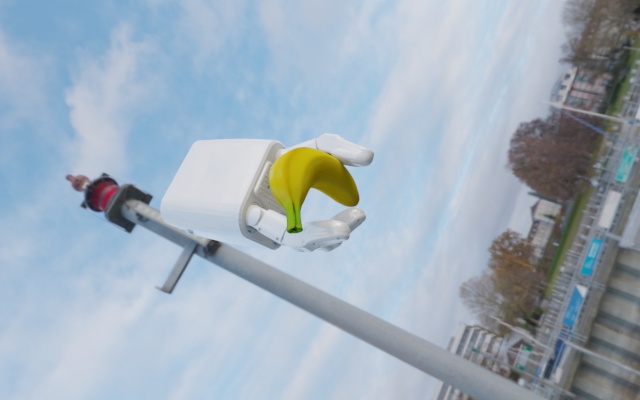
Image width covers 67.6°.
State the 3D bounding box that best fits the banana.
[{"bbox_3d":[-0.004,-0.016,0.451,0.037,0.069,0.198,-9,3,21],"label":"banana"}]
